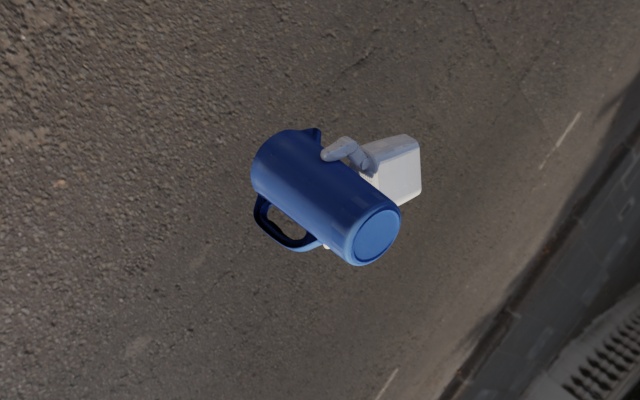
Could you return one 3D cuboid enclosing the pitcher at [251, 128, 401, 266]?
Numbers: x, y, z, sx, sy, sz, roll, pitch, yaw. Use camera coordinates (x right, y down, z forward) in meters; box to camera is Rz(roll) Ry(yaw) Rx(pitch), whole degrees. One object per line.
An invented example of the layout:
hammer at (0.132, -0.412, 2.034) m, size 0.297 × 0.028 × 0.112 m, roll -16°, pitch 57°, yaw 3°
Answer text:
pitcher at (0.000, 0.002, 0.745) m, size 0.145 × 0.149 × 0.242 m, roll -21°, pitch 41°, yaw -31°
